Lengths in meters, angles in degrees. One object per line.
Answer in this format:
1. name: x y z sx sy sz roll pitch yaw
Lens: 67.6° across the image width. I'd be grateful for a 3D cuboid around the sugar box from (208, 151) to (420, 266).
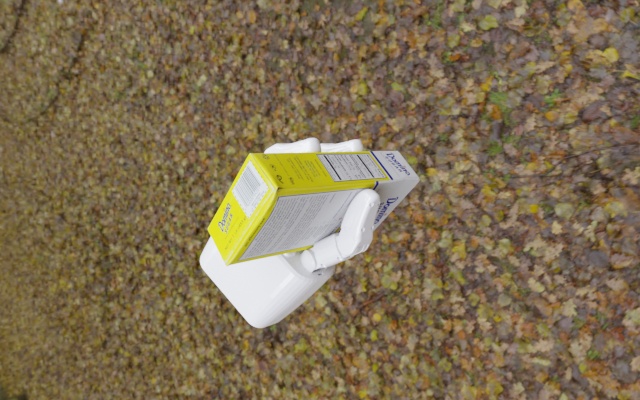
1. sugar box: 0.000 0.001 0.421 0.176 0.048 0.093 -9 -34 -46
